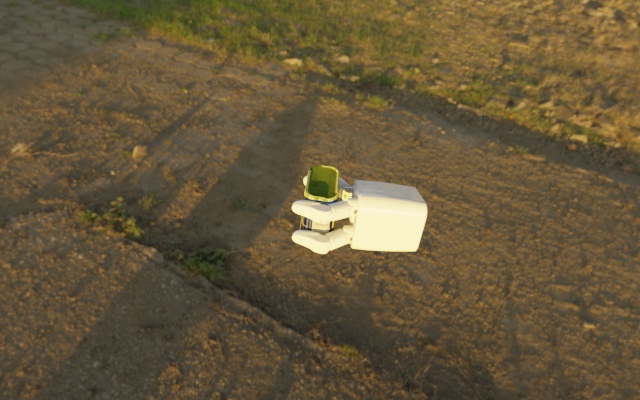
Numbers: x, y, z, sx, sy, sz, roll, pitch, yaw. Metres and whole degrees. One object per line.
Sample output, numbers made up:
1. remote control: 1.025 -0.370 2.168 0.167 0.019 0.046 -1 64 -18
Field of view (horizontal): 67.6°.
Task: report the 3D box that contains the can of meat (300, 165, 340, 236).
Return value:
1. can of meat: 0.000 0.002 0.773 0.057 0.084 0.102 7 35 0
